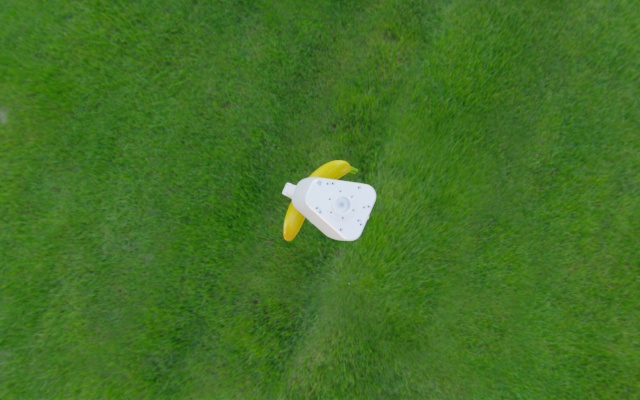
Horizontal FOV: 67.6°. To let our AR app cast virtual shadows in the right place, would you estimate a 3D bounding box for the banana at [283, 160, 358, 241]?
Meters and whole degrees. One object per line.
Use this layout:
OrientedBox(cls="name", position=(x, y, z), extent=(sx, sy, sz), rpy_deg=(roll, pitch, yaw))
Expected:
OrientedBox(cls="banana", position=(-0.008, -0.013, 0.881), extent=(0.197, 0.070, 0.037), rpy_deg=(-44, 27, -14))
